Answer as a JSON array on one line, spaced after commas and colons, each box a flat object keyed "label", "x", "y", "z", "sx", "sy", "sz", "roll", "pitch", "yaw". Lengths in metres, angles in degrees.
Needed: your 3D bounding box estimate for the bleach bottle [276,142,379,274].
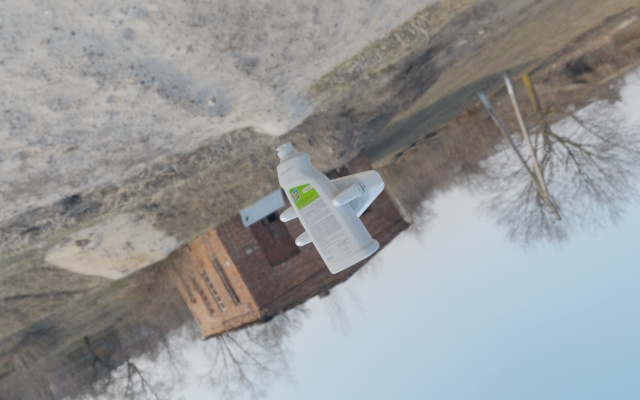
[{"label": "bleach bottle", "x": 0.000, "y": 0.003, "z": 0.874, "sx": 0.102, "sy": 0.251, "sz": 0.068, "roll": -32, "pitch": -3, "yaw": 27}]
